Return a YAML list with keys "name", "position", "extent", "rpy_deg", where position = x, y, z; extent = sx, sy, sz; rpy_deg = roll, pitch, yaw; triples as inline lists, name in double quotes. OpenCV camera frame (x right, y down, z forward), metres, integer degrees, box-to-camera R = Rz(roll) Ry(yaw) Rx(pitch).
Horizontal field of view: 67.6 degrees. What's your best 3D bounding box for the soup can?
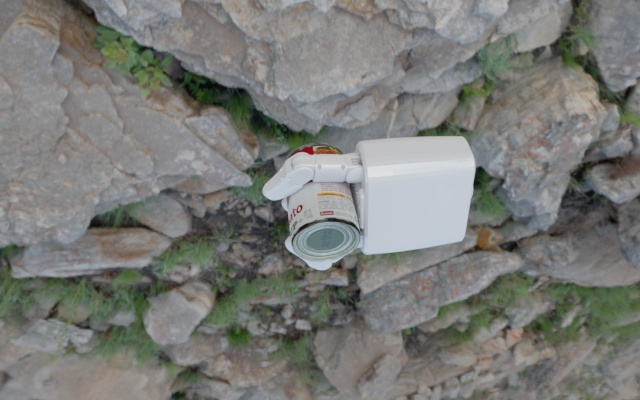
- name: "soup can"
  position: [0.000, 0.002, 0.479]
  extent: [0.068, 0.102, 0.069]
  rpy_deg: [-5, -40, -4]
